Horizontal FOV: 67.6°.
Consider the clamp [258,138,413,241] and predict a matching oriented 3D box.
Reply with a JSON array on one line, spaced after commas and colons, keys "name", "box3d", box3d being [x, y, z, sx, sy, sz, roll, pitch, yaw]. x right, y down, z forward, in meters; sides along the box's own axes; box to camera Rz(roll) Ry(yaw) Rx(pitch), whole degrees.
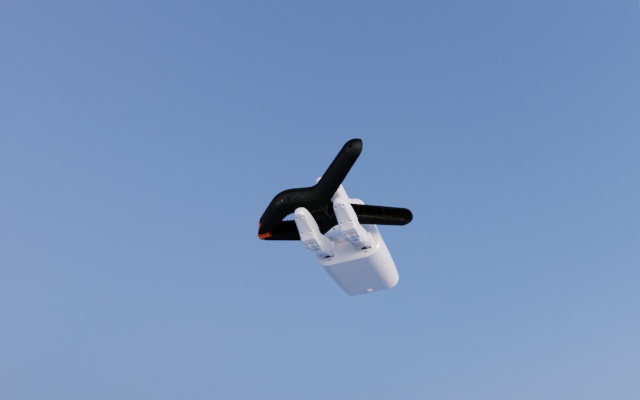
[{"name": "clamp", "box3d": [0.000, 0.002, 0.634, 0.210, 0.036, 0.165, -16, -45, 18]}]
